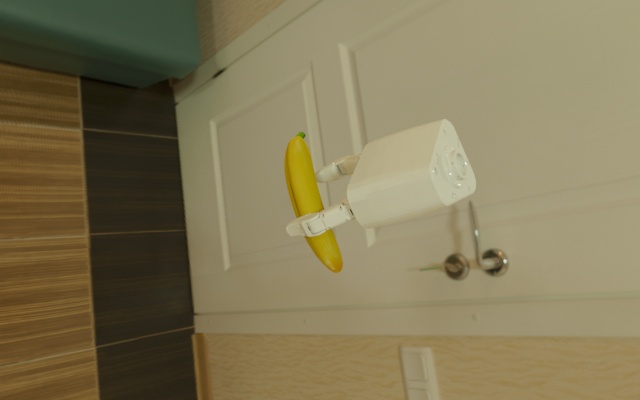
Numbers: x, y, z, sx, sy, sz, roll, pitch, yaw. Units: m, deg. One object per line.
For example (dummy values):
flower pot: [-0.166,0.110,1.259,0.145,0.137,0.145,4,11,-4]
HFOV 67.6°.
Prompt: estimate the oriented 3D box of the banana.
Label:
banana: [-0.011,-0.001,0.613,0.037,0.198,0.069,-18,-8,32]
